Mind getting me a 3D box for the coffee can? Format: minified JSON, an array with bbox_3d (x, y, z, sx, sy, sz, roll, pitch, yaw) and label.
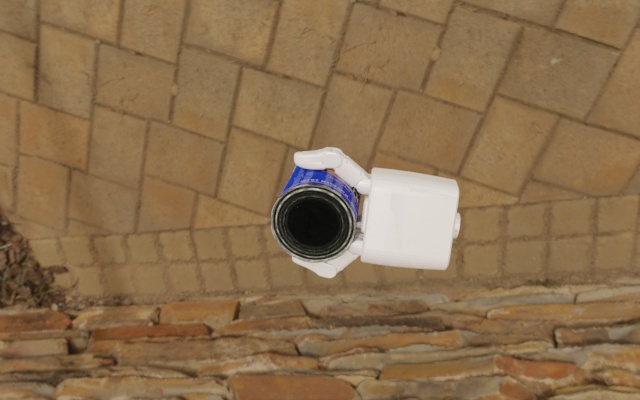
[{"bbox_3d":[0.000,0.002,0.623,0.103,0.103,0.140,0,23,8],"label":"coffee can"}]
